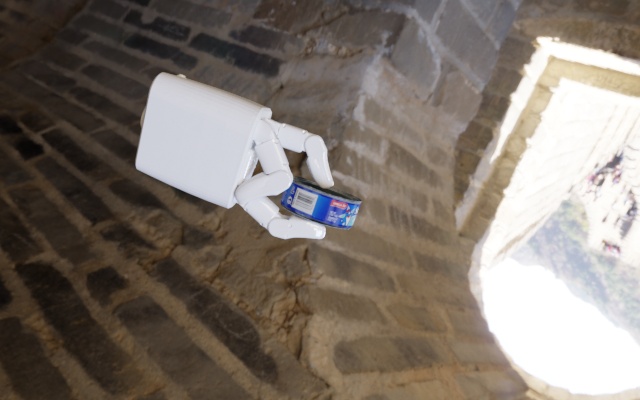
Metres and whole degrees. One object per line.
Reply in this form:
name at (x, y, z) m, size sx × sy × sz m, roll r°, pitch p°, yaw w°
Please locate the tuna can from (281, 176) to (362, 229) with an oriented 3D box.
tuna can at (0.000, 0.002, 0.529) m, size 0.086 × 0.034 × 0.086 m, roll 19°, pitch 7°, yaw -2°
